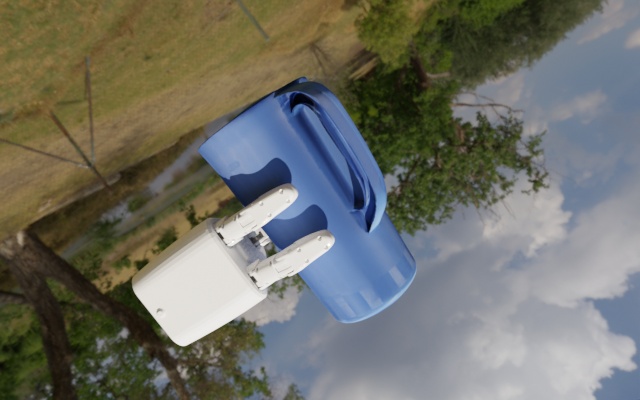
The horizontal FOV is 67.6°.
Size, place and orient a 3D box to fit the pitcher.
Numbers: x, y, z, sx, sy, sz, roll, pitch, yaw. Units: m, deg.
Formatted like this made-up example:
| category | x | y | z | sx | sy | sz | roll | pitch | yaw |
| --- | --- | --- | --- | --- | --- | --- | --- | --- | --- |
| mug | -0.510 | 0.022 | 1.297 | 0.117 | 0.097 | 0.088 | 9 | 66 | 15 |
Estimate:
| category | x | y | z | sx | sy | sz | roll | pitch | yaw |
| --- | --- | --- | --- | --- | --- | --- | --- | --- | --- |
| pitcher | 0.000 | 0.002 | 0.495 | 0.145 | 0.243 | 0.149 | -34 | 8 | 7 |
